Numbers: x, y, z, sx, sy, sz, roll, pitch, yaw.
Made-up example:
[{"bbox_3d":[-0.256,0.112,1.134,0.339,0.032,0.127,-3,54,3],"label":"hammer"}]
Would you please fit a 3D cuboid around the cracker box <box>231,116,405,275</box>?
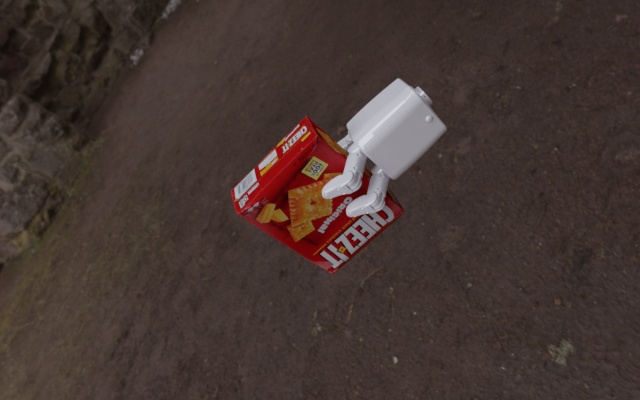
[{"bbox_3d":[0.000,0.002,0.726,0.214,0.164,0.072,37,18,-34],"label":"cracker box"}]
